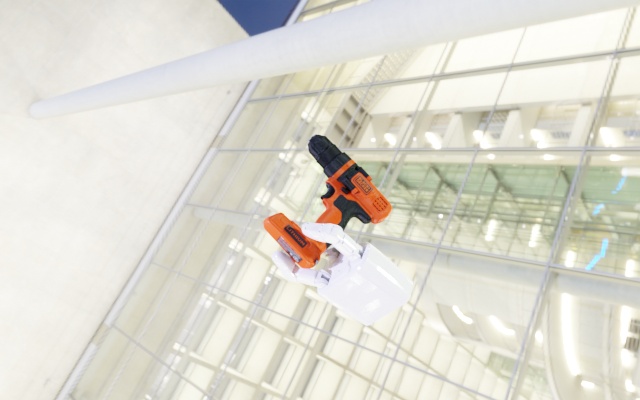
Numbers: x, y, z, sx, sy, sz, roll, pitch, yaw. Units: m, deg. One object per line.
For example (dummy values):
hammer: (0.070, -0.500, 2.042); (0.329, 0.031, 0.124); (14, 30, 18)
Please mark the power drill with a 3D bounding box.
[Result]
power drill: (0.000, 0.003, 0.771); (0.187, 0.184, 0.057); (-41, -5, -21)
